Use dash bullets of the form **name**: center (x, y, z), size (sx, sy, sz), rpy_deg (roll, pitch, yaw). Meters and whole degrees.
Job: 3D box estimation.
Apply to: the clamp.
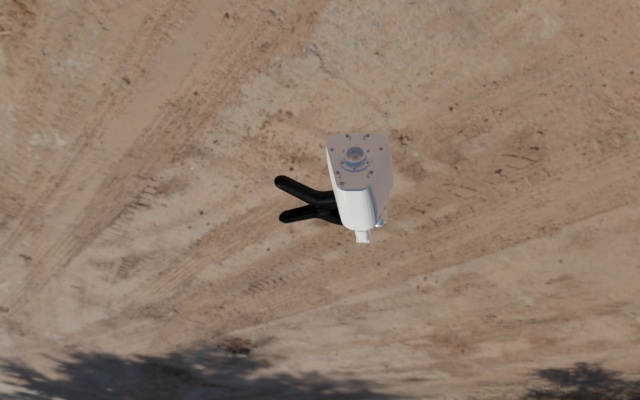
- **clamp**: center (0.000, 0.003, 0.811), size (0.171, 0.039, 0.120), rpy_deg (1, -32, 12)
